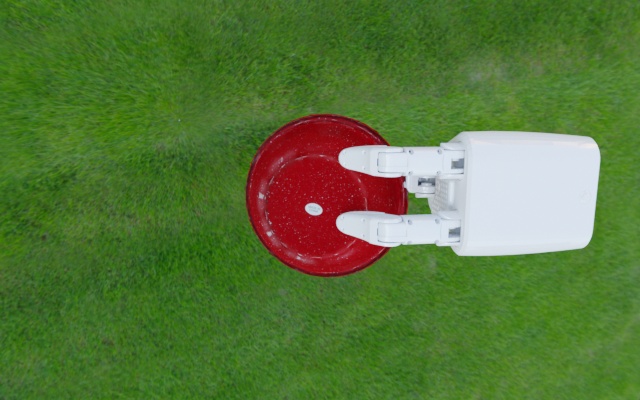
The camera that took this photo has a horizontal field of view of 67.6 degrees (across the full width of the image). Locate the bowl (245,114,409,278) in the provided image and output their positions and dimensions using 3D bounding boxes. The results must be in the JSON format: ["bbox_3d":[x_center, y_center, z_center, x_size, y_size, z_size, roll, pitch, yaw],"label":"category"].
[{"bbox_3d":[-0.001,0.002,0.441,0.162,0.162,0.055,0,10,10],"label":"bowl"}]
